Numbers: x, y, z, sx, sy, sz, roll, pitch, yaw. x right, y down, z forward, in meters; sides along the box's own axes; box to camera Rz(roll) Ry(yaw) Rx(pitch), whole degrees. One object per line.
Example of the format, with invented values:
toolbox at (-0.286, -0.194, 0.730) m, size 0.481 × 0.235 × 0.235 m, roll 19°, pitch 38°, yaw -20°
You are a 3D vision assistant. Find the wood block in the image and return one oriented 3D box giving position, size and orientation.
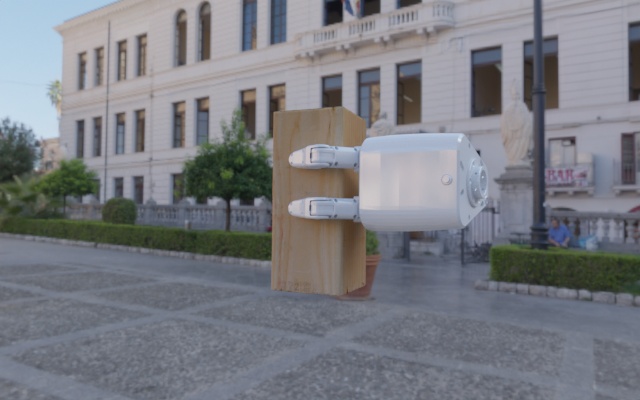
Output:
wood block at (0.001, 0.002, 0.573) m, size 0.090 × 0.206 × 0.091 m, roll 0°, pitch -2°, yaw 23°
